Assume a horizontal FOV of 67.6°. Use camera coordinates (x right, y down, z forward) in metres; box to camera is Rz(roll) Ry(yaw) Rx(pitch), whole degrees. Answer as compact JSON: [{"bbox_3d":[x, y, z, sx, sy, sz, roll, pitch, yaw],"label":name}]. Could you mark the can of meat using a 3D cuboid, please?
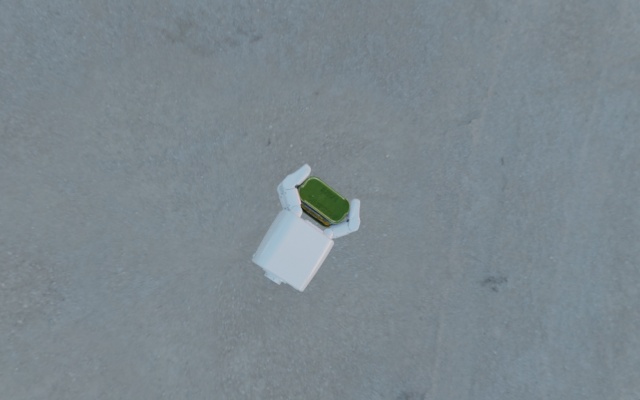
[{"bbox_3d":[0.000,0.003,0.873,0.102,0.057,0.084,36,-10,-5],"label":"can of meat"}]
